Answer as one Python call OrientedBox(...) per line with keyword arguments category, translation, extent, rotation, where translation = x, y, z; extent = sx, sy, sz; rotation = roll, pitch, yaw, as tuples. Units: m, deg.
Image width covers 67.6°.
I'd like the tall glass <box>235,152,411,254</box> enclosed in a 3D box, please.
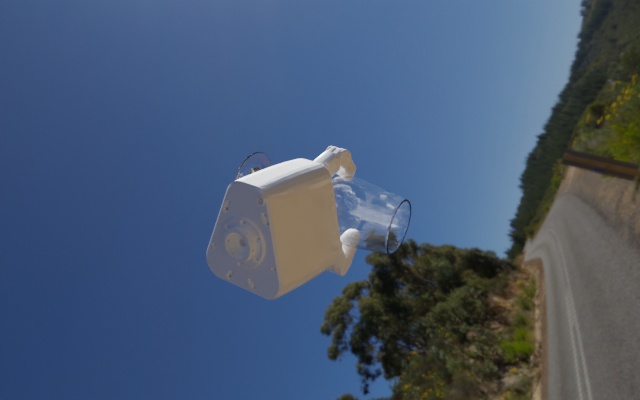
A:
OrientedBox(category="tall glass", translation=(0.000, 0.002, 0.555), extent=(0.201, 0.079, 0.079), rotation=(17, 8, 27))
